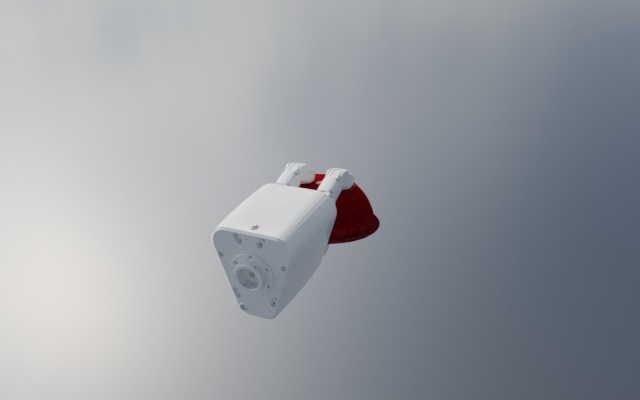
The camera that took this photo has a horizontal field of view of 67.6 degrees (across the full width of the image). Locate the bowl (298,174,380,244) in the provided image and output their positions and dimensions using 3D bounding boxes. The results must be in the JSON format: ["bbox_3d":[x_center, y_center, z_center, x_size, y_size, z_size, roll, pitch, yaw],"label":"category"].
[{"bbox_3d":[0.000,0.001,0.639,0.162,0.055,0.162,2,18,-1],"label":"bowl"}]
